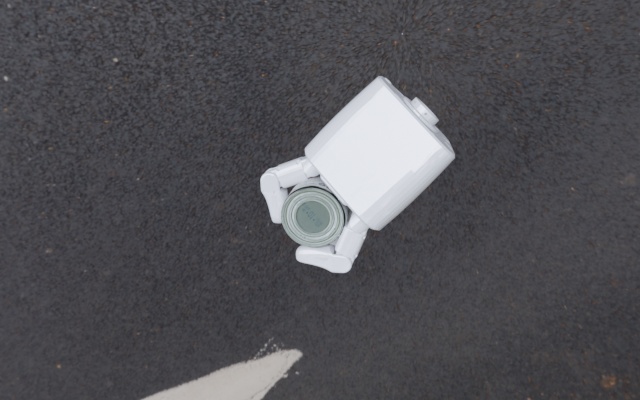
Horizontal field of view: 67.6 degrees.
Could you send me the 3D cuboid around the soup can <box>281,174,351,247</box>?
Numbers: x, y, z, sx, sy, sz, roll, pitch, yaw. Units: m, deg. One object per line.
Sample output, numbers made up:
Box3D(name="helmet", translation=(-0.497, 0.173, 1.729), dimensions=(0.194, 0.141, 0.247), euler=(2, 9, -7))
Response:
Box3D(name="soup can", translation=(0.000, 0.002, 0.526), dimensions=(0.068, 0.068, 0.102), euler=(0, 19, 10))
